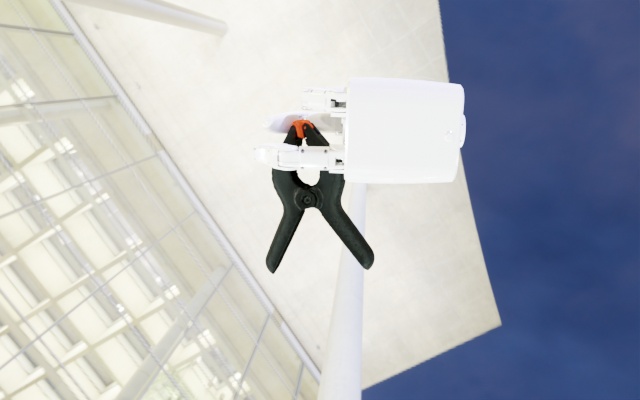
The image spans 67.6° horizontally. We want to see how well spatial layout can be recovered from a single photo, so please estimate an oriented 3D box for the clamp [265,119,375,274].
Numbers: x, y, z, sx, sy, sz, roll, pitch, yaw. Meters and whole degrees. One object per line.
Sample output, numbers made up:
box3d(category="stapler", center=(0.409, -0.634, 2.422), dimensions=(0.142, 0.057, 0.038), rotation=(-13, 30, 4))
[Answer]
box3d(category="clamp", center=(0.000, 0.001, 0.506), dimensions=(0.120, 0.171, 0.039), rotation=(3, 16, 5))
